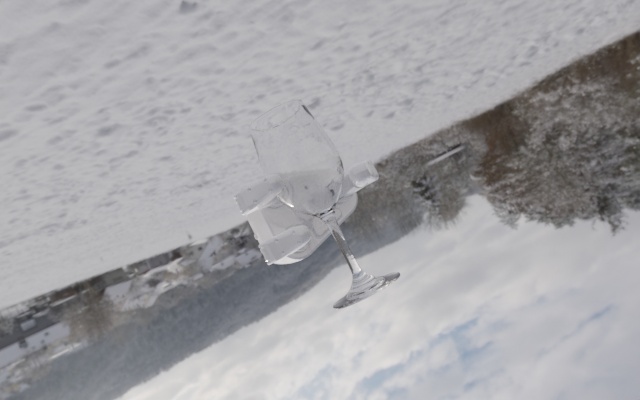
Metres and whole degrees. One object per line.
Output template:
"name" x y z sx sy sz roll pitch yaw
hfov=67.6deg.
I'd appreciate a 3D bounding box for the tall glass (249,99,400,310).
"tall glass" 0.000 0.002 0.478 0.079 0.201 0.079 -27 -4 -2
